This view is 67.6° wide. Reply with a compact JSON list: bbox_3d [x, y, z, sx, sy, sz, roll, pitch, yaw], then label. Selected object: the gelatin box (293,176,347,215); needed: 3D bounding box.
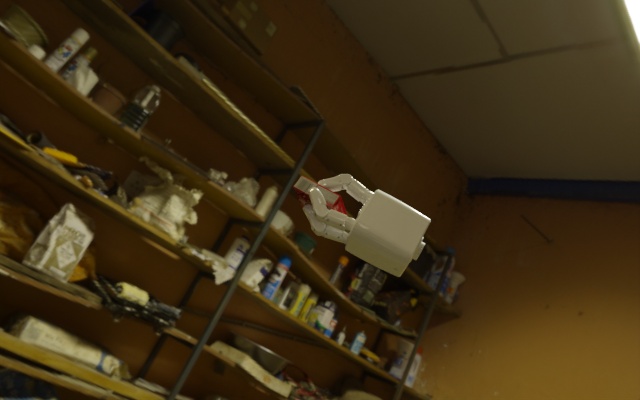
[{"bbox_3d":[0.000,0.002,0.844,0.089,0.030,0.073,28,-20,24],"label":"gelatin box"}]
